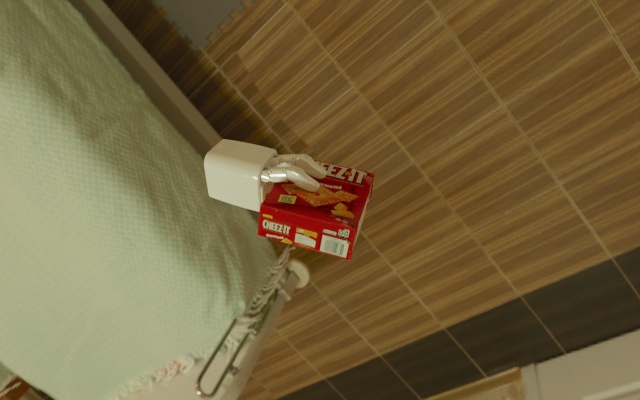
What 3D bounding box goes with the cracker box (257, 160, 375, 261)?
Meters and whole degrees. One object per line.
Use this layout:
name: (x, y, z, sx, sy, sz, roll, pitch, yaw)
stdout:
cracker box: (0.000, 0.003, 0.862, 0.164, 0.072, 0.213, 14, 31, 8)
